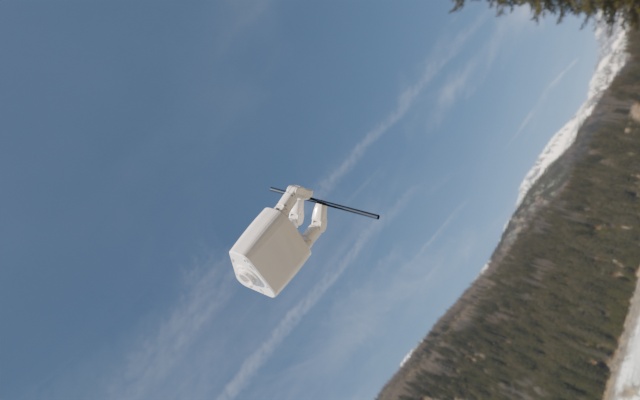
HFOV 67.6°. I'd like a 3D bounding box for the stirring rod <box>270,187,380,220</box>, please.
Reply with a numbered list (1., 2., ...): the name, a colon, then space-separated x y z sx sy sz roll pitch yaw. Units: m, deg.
1. stirring rod: 0.000 0.003 0.863 0.239 0.011 0.011 15 8 34
